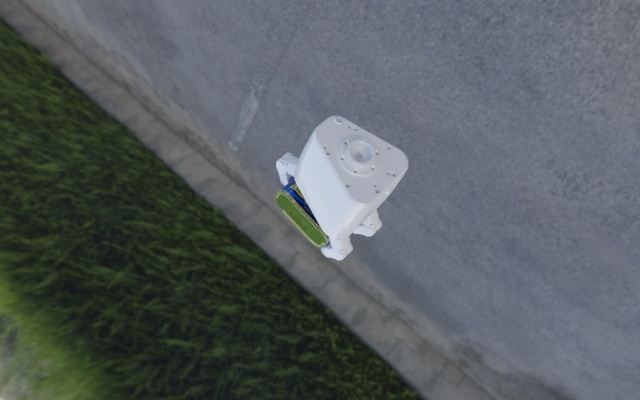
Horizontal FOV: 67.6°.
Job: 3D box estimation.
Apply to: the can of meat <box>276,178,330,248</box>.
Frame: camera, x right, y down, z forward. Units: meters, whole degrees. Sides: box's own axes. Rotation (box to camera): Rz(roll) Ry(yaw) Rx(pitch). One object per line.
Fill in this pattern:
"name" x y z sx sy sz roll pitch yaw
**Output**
"can of meat" 0.000 0.002 0.660 0.084 0.102 0.057 -42 -5 -25
